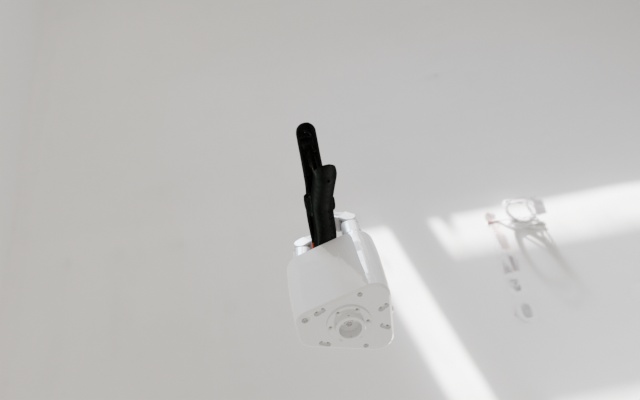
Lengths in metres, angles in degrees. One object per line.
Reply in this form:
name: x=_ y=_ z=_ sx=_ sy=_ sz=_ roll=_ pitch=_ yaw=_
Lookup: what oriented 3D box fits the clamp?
clamp: x=-0.001 y=0.002 z=0.578 sx=0.039 sy=0.171 sz=0.120 roll=-10 pitch=27 yaw=-3
